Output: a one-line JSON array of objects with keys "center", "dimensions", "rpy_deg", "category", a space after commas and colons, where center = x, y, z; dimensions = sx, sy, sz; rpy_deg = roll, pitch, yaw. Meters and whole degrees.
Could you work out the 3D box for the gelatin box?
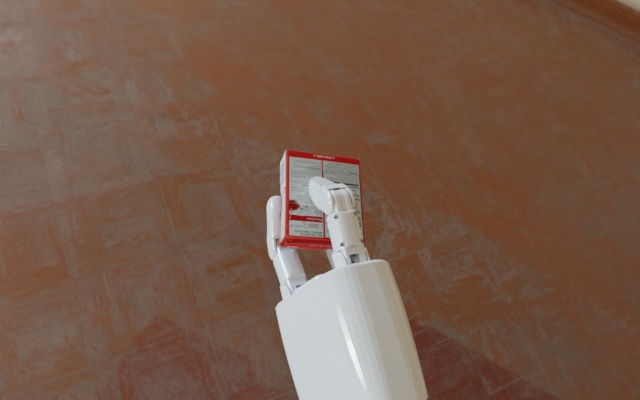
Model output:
[{"center": [0.000, 0.001, 0.441], "dimensions": [0.073, 0.089, 0.030], "rpy_deg": [5, -24, -16], "category": "gelatin box"}]
